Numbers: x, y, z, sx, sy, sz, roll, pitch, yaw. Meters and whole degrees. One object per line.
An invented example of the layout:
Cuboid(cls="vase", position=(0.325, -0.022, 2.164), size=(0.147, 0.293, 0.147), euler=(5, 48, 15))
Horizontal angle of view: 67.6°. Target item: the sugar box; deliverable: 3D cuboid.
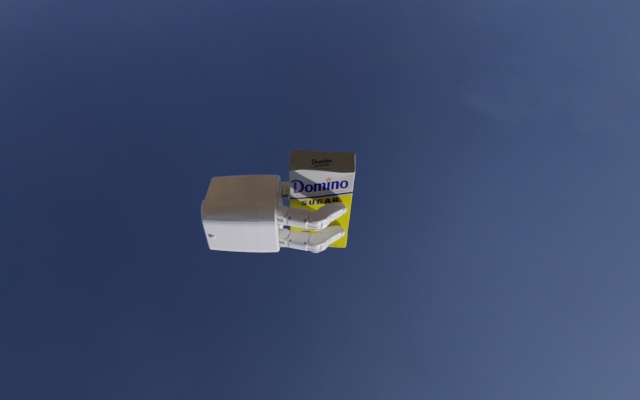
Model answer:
Cuboid(cls="sugar box", position=(0.000, 0.003, 0.720), size=(0.093, 0.048, 0.176), euler=(3, -39, 1))
